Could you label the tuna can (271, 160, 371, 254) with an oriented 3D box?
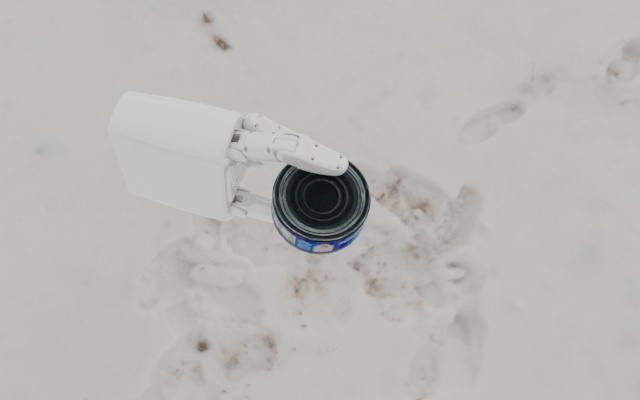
[{"bbox_3d":[0.000,0.001,0.416,0.086,0.086,0.034,0,-23,-6],"label":"tuna can"}]
